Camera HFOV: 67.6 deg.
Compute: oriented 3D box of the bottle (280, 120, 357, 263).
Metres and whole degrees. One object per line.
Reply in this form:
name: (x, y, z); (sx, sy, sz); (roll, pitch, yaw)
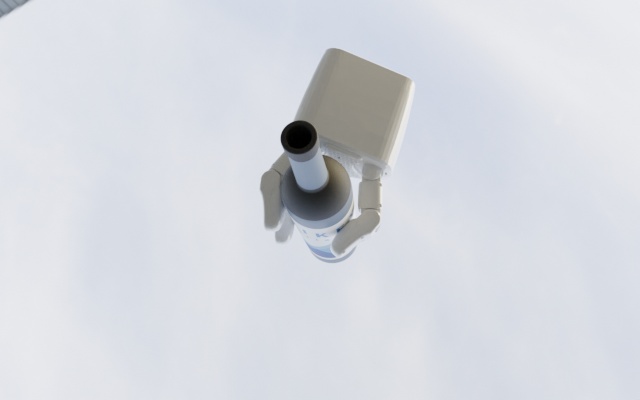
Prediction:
bottle: (0.000, 0.002, 0.479); (0.069, 0.069, 0.296); (0, -19, 6)
